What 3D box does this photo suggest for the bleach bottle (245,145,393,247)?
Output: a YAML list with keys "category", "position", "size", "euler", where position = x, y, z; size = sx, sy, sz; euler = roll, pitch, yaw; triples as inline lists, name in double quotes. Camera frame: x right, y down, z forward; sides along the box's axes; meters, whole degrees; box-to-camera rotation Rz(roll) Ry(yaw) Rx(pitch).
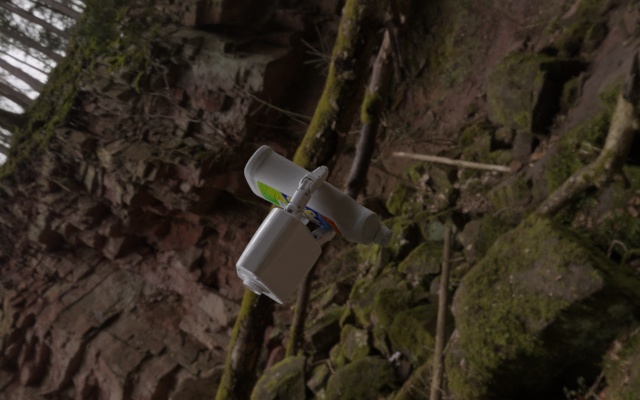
- category: "bleach bottle"
  position: [0.000, 0.003, 0.775]
  size: [0.251, 0.068, 0.103]
  euler: [27, -21, 20]
